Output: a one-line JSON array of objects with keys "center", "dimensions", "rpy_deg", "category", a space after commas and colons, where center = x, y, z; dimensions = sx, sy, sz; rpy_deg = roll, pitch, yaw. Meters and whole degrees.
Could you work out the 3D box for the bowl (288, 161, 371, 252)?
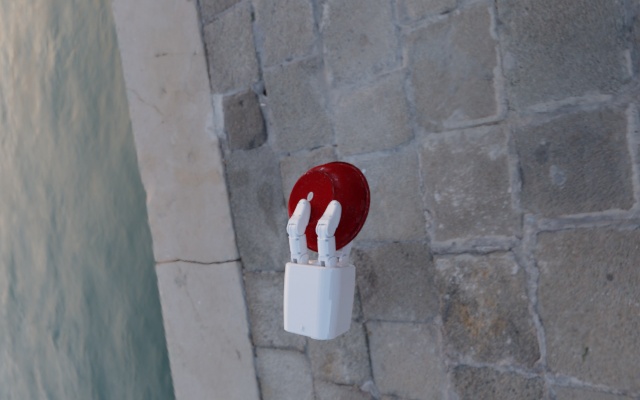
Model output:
[{"center": [0.000, 0.001, 0.788], "dimensions": [0.162, 0.162, 0.055], "rpy_deg": [0, -17, 38], "category": "bowl"}]
